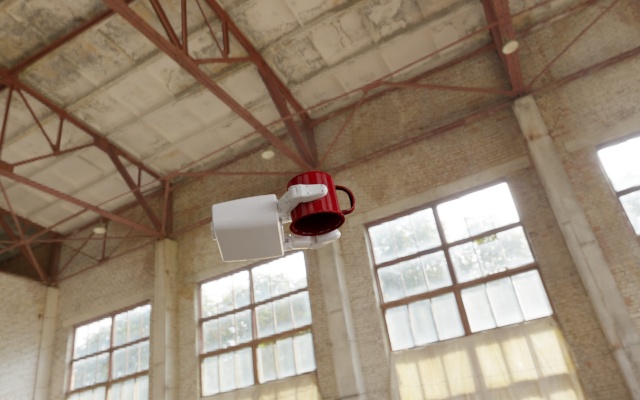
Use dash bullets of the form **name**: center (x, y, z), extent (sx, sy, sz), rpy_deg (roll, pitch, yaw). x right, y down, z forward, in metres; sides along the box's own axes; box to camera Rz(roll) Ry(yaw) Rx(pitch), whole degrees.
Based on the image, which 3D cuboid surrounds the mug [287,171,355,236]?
- **mug**: center (0.002, 0.002, 0.802), extent (0.117, 0.081, 0.093), rpy_deg (-8, -27, -6)
